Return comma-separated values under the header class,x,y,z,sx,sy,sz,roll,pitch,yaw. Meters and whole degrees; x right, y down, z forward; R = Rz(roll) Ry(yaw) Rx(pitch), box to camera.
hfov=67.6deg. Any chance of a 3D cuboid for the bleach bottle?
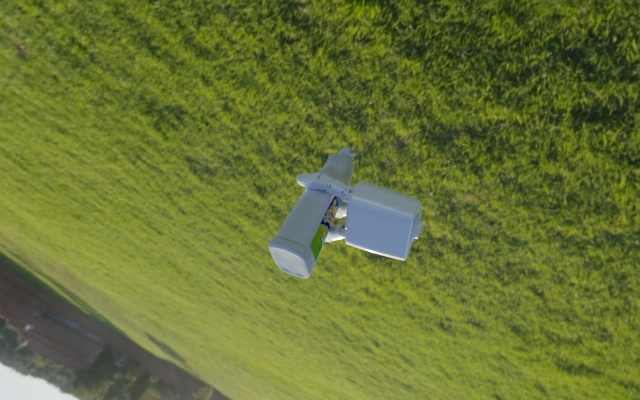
class,x,y,z,sx,sy,sz,roll,pitch,yaw
bleach bottle,0.000,0.003,0.820,0.068,0.250,0.103,17,-30,18
